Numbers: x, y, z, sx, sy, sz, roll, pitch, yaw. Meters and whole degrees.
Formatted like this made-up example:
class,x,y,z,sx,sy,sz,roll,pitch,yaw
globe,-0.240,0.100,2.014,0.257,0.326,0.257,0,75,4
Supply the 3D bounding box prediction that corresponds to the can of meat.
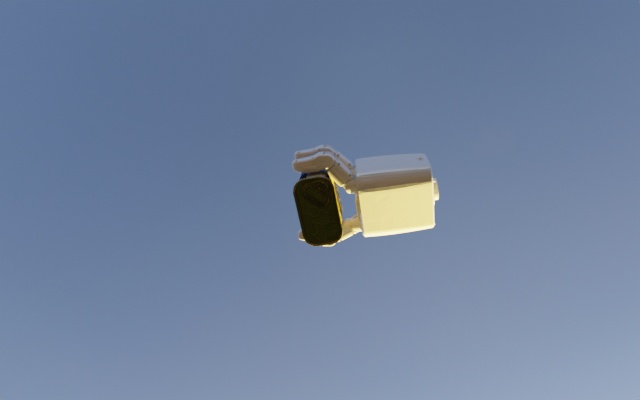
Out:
class,x,y,z,sx,sy,sz,roll,pitch,yaw
can of meat,0.000,0.002,0.697,0.057,0.102,0.084,-9,19,8
